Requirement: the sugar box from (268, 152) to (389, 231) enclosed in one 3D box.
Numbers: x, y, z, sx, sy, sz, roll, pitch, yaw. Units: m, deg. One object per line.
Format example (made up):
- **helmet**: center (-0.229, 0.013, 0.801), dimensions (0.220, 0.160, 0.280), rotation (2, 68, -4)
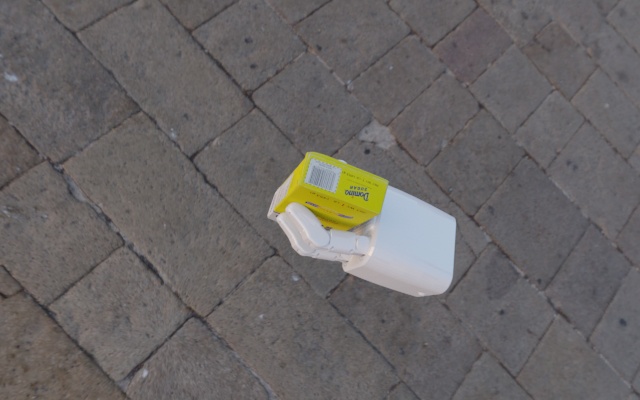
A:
- **sugar box**: center (0.000, 0.002, 0.565), dimensions (0.093, 0.048, 0.176), rotation (21, -20, -11)
